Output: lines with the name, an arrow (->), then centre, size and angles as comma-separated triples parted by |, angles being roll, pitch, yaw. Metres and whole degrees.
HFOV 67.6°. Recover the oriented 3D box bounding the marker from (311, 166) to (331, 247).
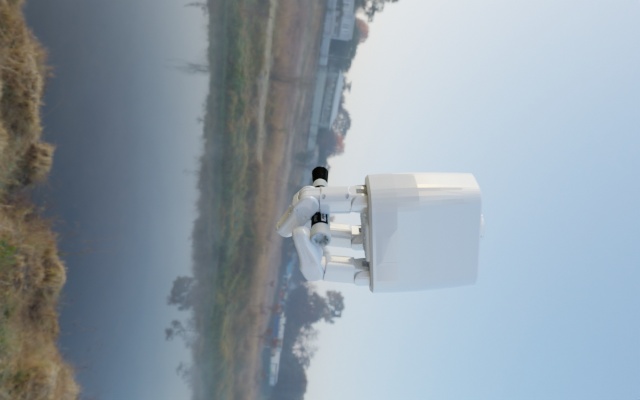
marker -> 0.000, 0.002, 0.489 | 0.020, 0.020, 0.121 | 0, 36, 0
